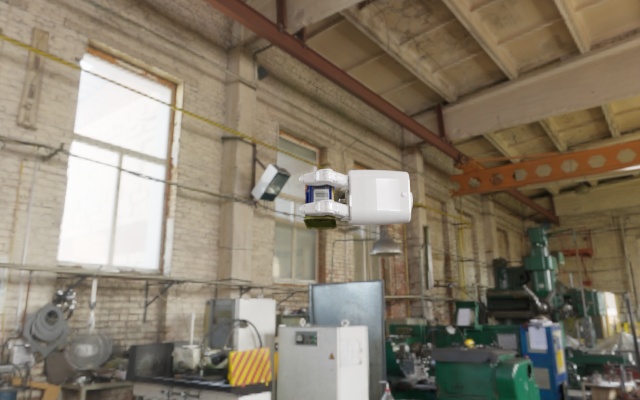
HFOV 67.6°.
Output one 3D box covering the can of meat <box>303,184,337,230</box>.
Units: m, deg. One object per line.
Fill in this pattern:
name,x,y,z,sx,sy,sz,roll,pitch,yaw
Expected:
can of meat,0.000,0.003,0.876,0.057,0.084,0.102,-1,-14,4
